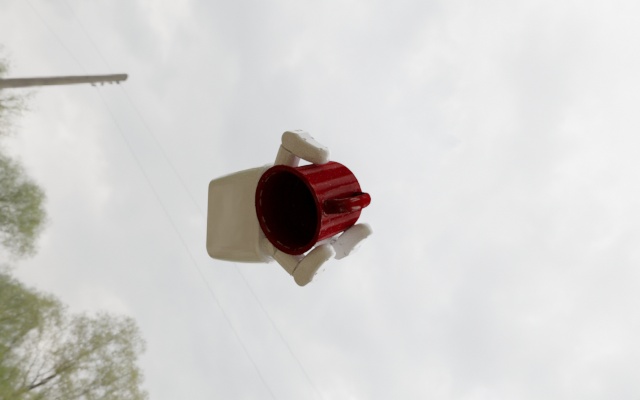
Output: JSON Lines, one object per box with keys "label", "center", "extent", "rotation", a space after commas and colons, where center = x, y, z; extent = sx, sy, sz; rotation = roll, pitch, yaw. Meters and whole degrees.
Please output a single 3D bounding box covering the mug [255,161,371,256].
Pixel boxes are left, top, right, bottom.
{"label": "mug", "center": [0.001, 0.001, 0.498], "extent": [0.117, 0.093, 0.081], "rotation": [-5, 8, 42]}
